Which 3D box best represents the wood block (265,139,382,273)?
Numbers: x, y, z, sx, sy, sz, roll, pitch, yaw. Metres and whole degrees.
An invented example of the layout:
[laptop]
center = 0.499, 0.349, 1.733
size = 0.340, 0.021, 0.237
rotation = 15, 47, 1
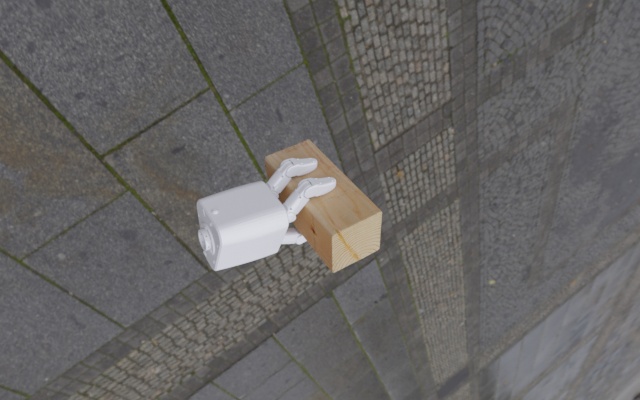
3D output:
[wood block]
center = 0.000, 0.003, 0.767
size = 0.090, 0.091, 0.206
rotation = -25, 49, -21
